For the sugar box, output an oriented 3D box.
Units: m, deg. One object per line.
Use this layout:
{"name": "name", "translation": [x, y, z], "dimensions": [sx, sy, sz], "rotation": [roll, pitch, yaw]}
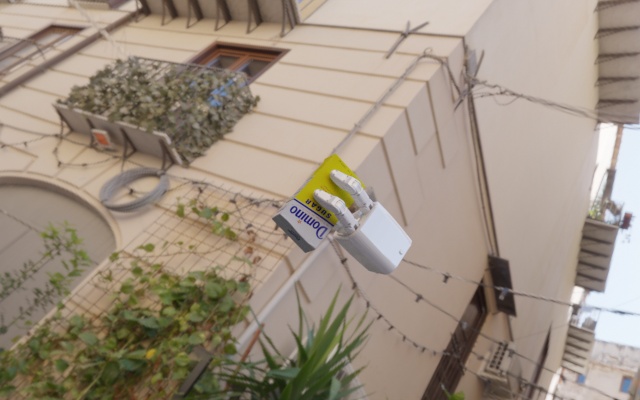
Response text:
{"name": "sugar box", "translation": [0.001, 0.003, 0.889], "dimensions": [0.176, 0.093, 0.048], "rotation": [-51, 13, -32]}
